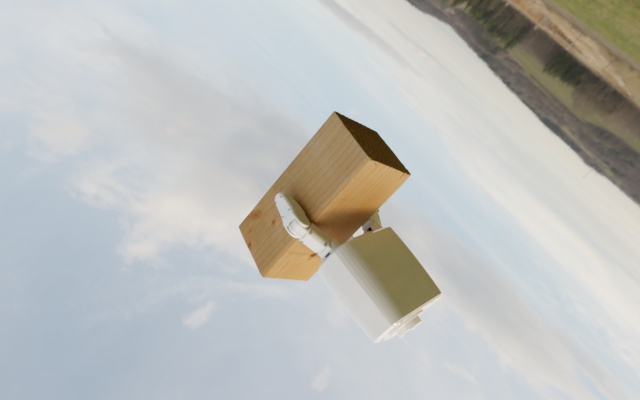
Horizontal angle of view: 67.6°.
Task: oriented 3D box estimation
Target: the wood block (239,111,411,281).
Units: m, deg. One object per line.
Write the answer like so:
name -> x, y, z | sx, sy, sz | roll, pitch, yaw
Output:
wood block -> 0.000, 0.002, 0.608 | 0.091, 0.090, 0.206 | 15, -55, -47
